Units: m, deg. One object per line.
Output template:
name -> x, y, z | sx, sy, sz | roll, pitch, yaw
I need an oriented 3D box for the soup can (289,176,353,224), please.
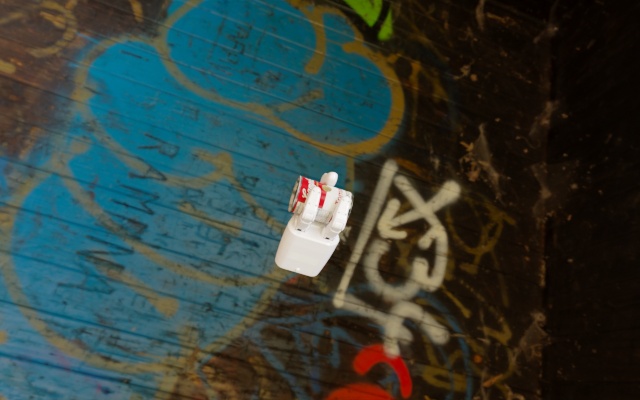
soup can -> 0.001, 0.003, 0.868 | 0.102, 0.068, 0.068 | 18, -3, -10
